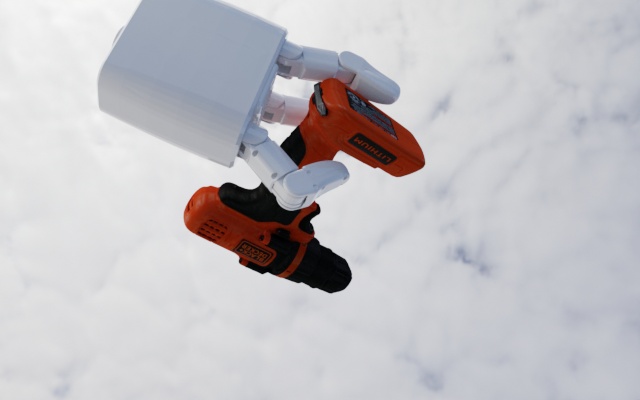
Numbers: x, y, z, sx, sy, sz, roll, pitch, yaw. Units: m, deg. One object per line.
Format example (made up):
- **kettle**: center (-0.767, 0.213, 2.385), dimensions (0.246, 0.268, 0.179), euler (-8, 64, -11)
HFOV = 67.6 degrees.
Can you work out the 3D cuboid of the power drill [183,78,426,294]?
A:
- **power drill**: center (0.000, 0.001, 0.425), dimensions (0.184, 0.188, 0.057), euler (29, 29, -29)
